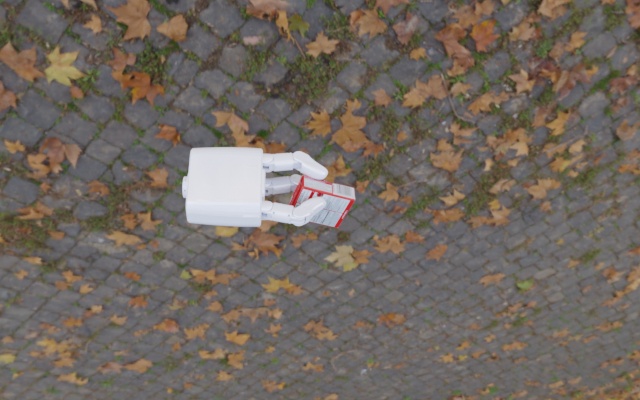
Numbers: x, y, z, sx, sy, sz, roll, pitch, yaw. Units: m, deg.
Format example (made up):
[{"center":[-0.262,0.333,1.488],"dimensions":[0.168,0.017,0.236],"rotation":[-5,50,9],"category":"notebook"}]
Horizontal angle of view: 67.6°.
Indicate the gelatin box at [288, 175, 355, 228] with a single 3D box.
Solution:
[{"center":[0.000,0.003,0.746],"dimensions":[0.089,0.030,0.073],"rotation":[14,-45,-15],"category":"gelatin box"}]
